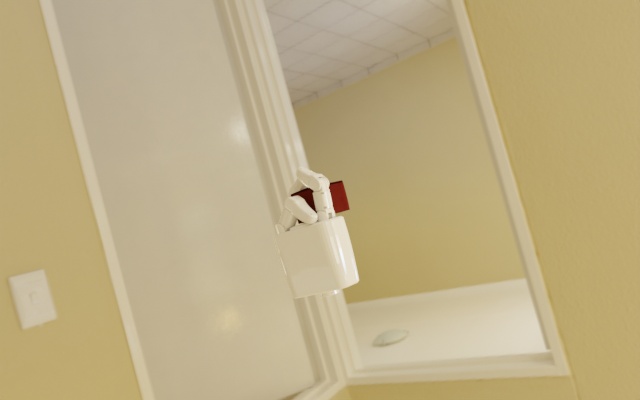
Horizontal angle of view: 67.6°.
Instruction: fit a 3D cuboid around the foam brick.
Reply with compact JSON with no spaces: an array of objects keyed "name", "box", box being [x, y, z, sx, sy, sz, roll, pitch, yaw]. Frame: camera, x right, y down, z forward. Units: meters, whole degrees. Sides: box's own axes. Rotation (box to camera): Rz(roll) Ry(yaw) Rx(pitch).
[{"name":"foam brick","box":[0.000,0.002,0.780,0.078,0.051,0.053,-13,-5,-45]}]
